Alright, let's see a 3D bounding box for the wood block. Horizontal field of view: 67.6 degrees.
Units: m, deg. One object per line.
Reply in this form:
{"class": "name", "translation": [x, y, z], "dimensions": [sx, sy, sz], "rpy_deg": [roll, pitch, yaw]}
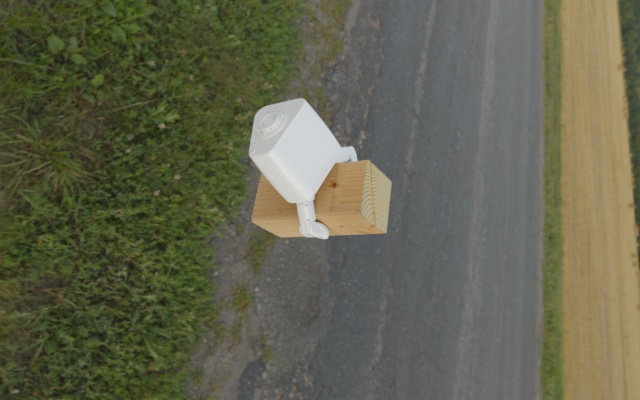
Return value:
{"class": "wood block", "translation": [0.000, 0.003, 0.780], "dimensions": [0.206, 0.090, 0.090], "rpy_deg": [-5, -25, 33]}
